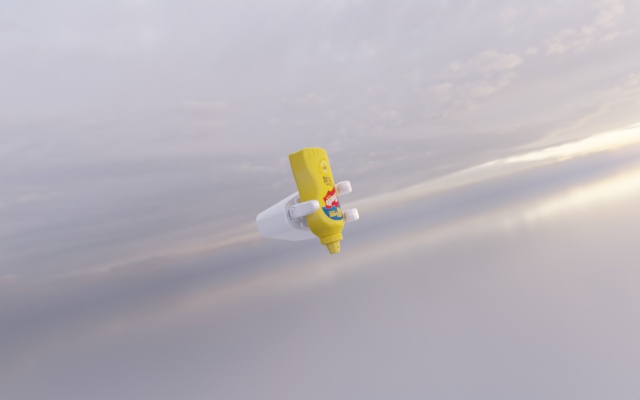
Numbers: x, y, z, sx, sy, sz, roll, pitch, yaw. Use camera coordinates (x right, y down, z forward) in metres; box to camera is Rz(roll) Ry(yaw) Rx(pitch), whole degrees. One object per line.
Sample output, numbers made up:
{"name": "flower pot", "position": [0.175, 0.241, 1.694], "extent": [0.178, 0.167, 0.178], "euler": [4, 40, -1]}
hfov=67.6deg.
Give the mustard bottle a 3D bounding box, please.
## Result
{"name": "mustard bottle", "position": [0.000, 0.002, 0.864], "extent": [0.058, 0.191, 0.096], "euler": [-17, -5, 24]}
